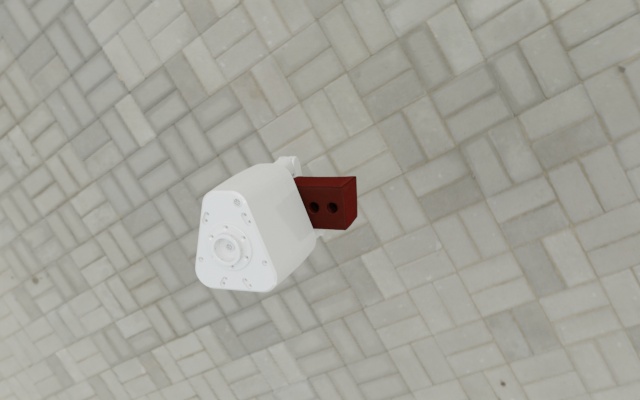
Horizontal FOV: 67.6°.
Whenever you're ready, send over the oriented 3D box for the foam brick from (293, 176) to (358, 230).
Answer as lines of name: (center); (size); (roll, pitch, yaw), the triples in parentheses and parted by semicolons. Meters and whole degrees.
foam brick: (0.000, 0.002, 0.562); (0.078, 0.053, 0.051); (0, 16, 20)
